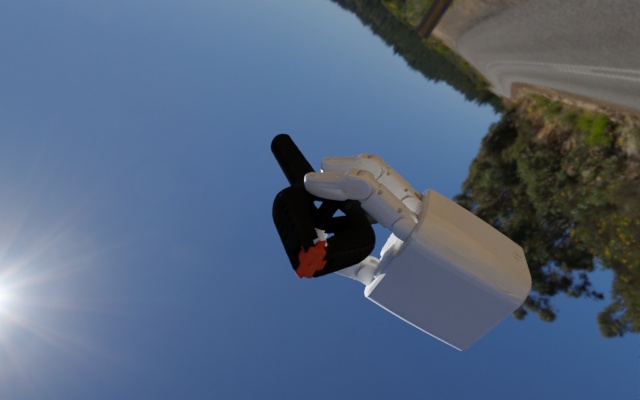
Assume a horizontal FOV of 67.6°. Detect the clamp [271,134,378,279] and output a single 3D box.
[{"bbox_3d":[0.000,0.002,0.442,0.164,0.036,0.210,30,24,4],"label":"clamp"}]
